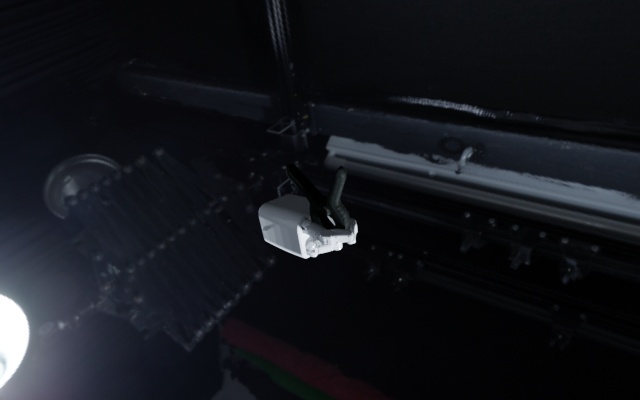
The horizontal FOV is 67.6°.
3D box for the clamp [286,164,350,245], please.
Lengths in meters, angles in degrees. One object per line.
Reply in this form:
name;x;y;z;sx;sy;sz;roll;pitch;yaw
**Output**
clamp;0.001;0.003;0.864;0.120;0.172;0.039;17;42;32
